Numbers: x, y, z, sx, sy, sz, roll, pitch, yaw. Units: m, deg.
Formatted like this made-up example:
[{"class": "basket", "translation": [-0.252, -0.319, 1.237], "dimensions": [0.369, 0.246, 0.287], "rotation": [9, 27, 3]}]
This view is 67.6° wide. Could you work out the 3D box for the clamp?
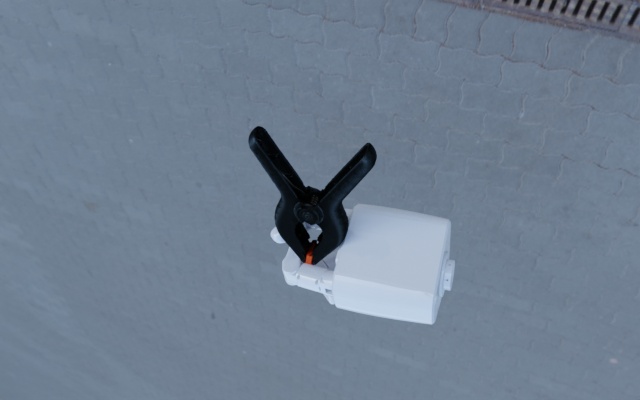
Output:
[{"class": "clamp", "translation": [0.000, 0.002, 0.482], "dimensions": [0.120, 0.172, 0.039], "rotation": [8, 45, 20]}]
